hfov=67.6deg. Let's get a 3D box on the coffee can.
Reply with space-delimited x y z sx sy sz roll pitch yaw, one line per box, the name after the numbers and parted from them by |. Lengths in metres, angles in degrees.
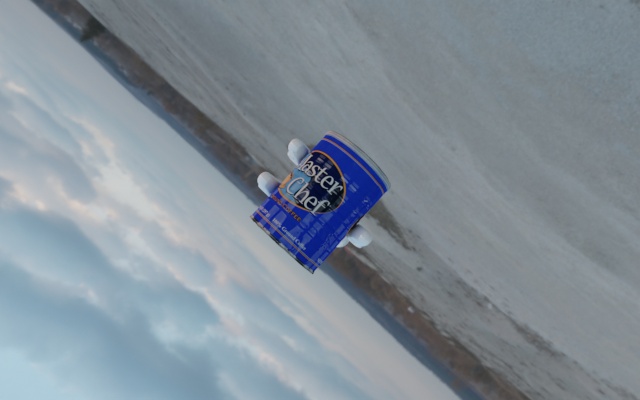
0.000 0.002 0.573 0.103 0.140 0.103 42 -5 4 | coffee can
